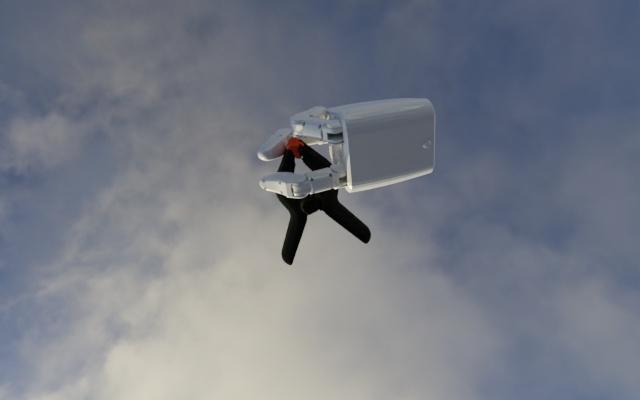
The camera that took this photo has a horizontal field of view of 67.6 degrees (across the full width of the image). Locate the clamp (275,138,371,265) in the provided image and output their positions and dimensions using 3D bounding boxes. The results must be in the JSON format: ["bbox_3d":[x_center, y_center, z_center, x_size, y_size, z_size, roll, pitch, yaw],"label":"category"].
[{"bbox_3d":[0.000,0.002,0.599,0.120,0.172,0.039,-12,31,-8],"label":"clamp"}]
